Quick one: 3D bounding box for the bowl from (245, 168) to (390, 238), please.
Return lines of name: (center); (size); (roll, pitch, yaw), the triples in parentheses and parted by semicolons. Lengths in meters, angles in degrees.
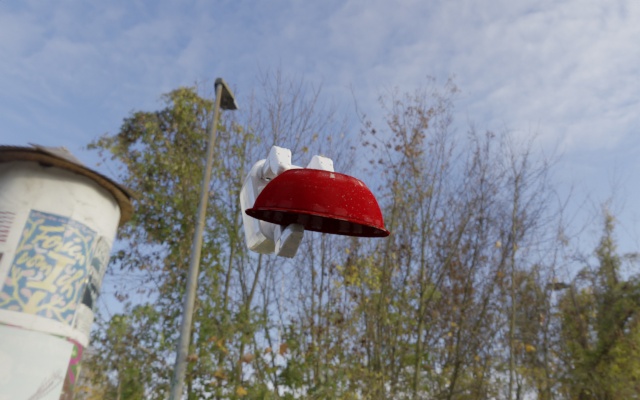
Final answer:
bowl: (0.001, 0.001, 0.531); (0.162, 0.055, 0.162); (9, -9, 1)
